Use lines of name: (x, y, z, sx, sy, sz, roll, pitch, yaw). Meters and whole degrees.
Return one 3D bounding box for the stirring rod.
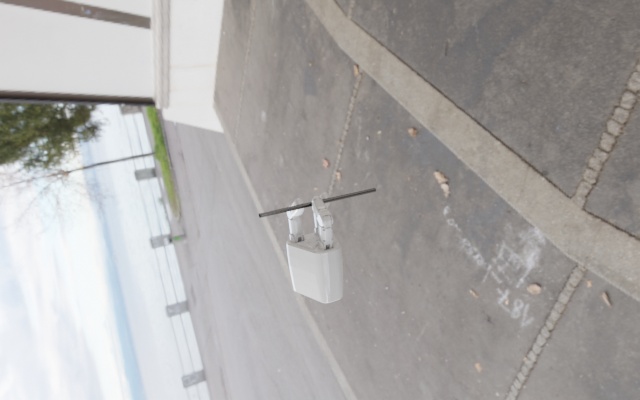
stirring rod: (0.000, 0.003, 0.888, 0.239, 0.011, 0.011, -13, 5, -24)
